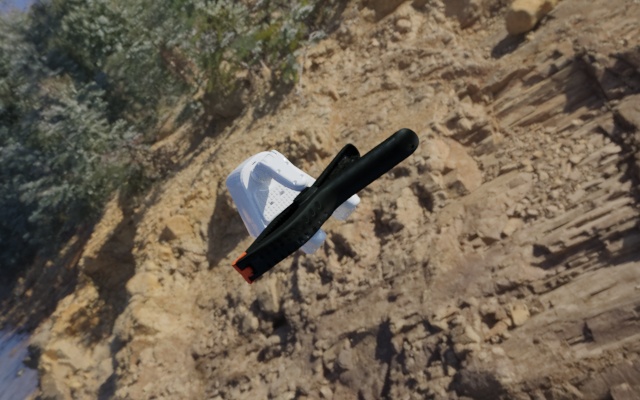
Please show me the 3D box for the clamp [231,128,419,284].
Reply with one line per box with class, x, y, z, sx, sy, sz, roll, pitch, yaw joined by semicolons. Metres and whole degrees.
clamp;-0.001;0.001;0.480;0.210;0.036;0.164;-45;11;-18
